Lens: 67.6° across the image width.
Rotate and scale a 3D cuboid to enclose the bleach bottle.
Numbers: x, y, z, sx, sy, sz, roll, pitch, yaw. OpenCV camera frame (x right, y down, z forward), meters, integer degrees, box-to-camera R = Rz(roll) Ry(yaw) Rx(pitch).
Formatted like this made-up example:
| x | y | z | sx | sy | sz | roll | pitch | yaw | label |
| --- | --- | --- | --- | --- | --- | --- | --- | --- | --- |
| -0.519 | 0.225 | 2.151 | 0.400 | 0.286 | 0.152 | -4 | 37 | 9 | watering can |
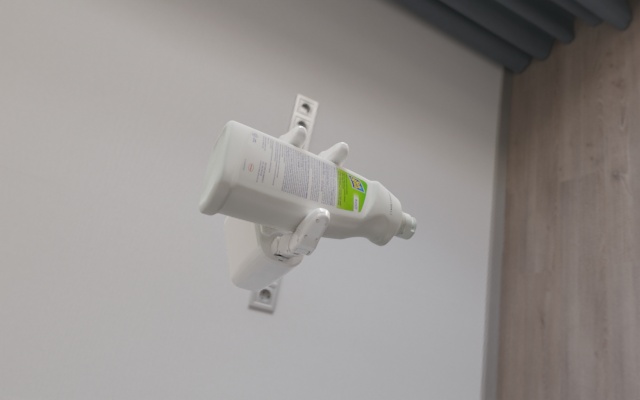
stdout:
| x | y | z | sx | sy | sz | roll | pitch | yaw | label |
| --- | --- | --- | --- | --- | --- | --- | --- | --- | --- |
| 0.000 | 0.002 | 0.534 | 0.251 | 0.102 | 0.068 | 20 | -37 | -22 | bleach bottle |
